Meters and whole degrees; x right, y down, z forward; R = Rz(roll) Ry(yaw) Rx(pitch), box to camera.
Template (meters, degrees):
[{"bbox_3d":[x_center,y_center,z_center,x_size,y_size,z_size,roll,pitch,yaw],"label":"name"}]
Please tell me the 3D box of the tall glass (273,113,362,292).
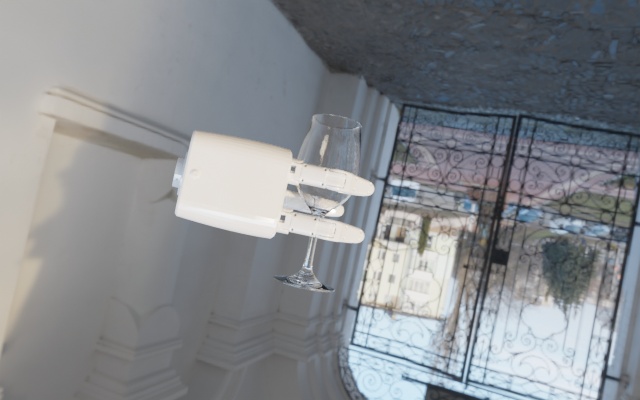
[{"bbox_3d":[0.000,0.003,0.569,0.079,0.201,0.079,12,-3,1],"label":"tall glass"}]
